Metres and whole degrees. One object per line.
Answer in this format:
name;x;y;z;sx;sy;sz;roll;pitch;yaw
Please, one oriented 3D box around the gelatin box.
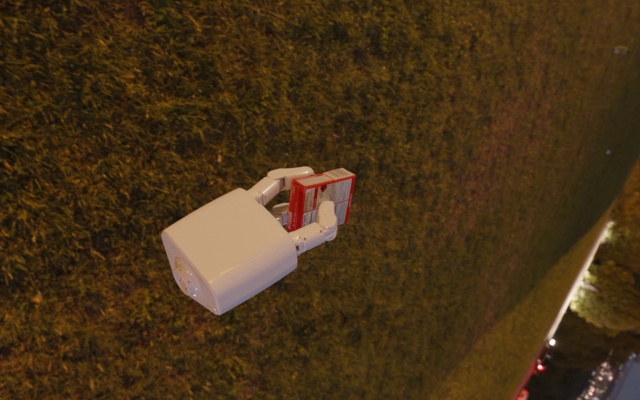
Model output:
gelatin box;0.001;0.002;0.618;0.089;0.073;0.030;-15;35;-37
